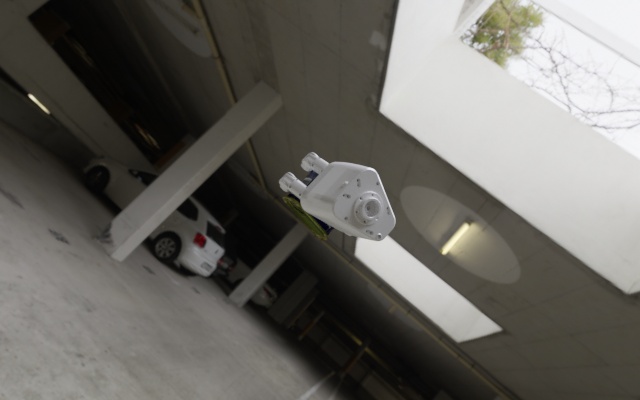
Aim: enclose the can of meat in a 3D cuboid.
[{"bbox_3d":[0.000,0.003,0.826,0.102,0.084,0.057,49,-14,-21],"label":"can of meat"}]
